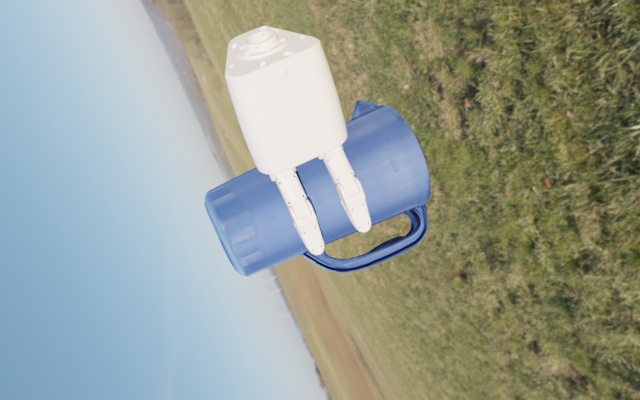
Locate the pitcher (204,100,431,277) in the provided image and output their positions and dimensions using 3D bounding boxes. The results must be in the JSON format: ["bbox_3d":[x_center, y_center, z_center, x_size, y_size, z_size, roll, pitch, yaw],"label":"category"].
[{"bbox_3d":[0.000,0.002,0.560,0.243,0.145,0.149,-25,41,-9],"label":"pitcher"}]
